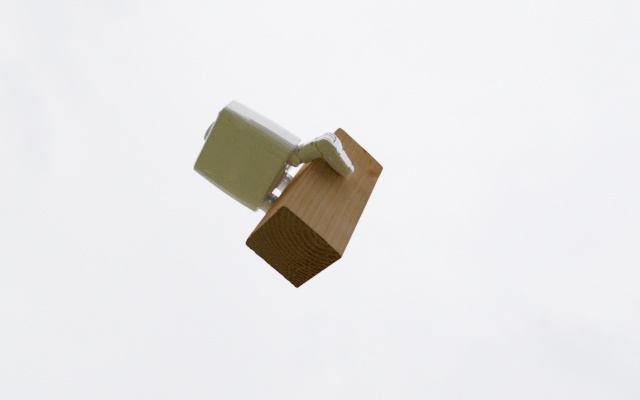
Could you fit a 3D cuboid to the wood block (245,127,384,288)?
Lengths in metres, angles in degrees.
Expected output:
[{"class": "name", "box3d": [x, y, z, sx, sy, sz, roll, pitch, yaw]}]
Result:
[{"class": "wood block", "box3d": [0.000, 0.002, 0.627, 0.091, 0.090, 0.206, -41, 11, 38]}]
